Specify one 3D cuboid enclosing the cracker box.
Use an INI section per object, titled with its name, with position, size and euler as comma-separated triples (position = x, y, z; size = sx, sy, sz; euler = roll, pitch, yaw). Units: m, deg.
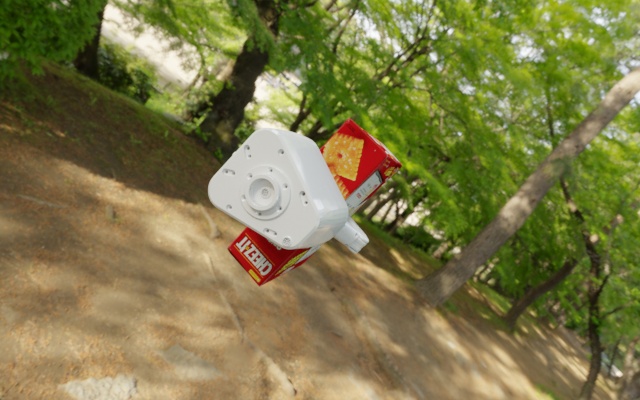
[cracker box]
position = 0.000, 0.002, 0.616
size = 0.214, 0.072, 0.164
euler = -45, -10, 12
